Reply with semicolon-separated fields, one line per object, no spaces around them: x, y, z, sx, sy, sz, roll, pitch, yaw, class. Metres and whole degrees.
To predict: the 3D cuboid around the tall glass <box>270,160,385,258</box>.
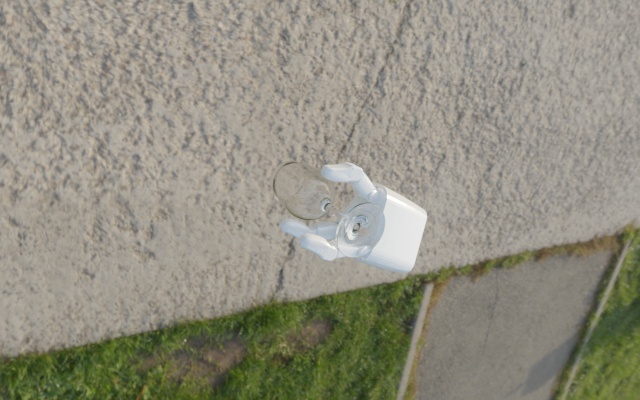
0.000;0.002;0.666;0.079;0.079;0.201;0;21;-34;tall glass
